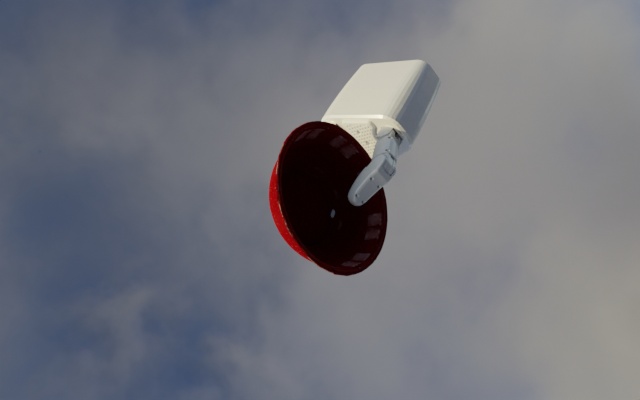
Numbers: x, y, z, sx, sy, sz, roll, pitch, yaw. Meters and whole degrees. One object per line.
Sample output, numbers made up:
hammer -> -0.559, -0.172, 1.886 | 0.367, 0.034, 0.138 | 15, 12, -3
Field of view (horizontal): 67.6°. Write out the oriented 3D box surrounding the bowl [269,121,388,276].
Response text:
bowl -> -0.001, 0.002, 0.502 | 0.055, 0.162, 0.162 | -19, -13, 42
